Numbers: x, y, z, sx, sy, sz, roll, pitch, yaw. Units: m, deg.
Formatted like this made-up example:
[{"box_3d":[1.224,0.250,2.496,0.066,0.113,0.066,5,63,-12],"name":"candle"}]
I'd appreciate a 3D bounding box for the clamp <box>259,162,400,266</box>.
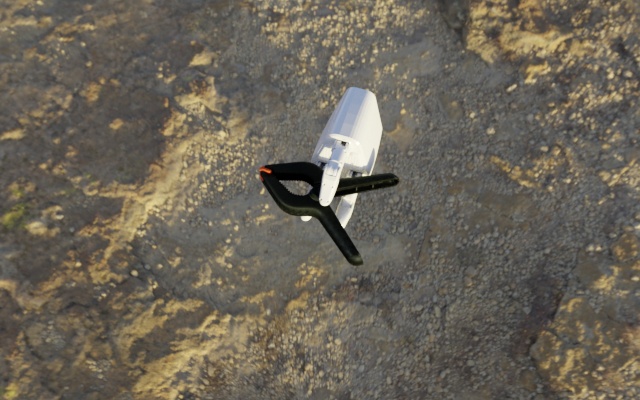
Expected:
[{"box_3d":[0.000,0.002,0.716,0.210,0.164,0.036,16,-31,7],"name":"clamp"}]
